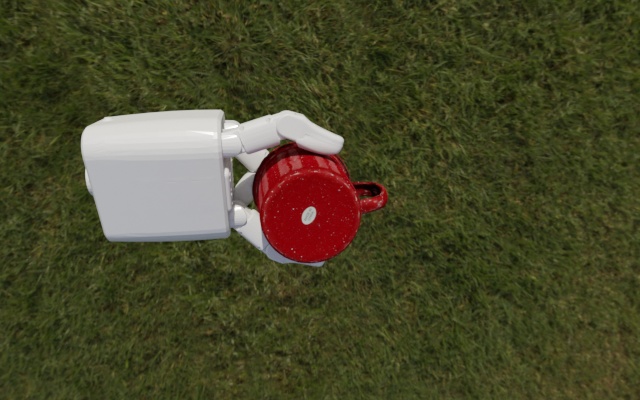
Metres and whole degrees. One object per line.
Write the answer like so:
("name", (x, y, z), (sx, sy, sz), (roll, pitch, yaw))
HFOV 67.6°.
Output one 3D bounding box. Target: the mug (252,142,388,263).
("mug", (0.002, 0.001, 0.411), (0.117, 0.093, 0.081), (-3, 18, -7))
